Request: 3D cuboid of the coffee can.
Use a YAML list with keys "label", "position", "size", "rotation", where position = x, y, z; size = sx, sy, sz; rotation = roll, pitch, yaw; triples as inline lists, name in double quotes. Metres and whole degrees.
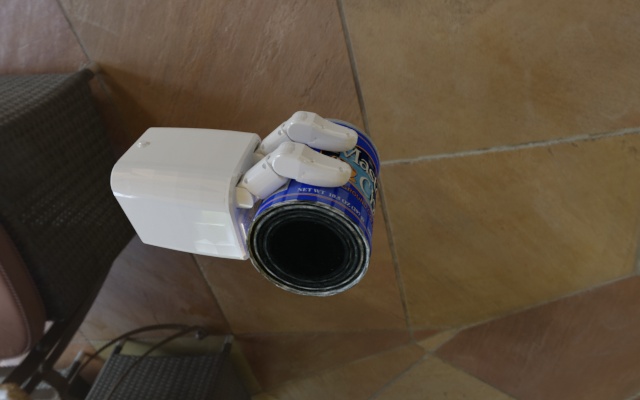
- label: "coffee can"
  position: [0.000, 0.001, 0.441]
  size: [0.103, 0.103, 0.140]
  rotation: [0, 36, 11]
